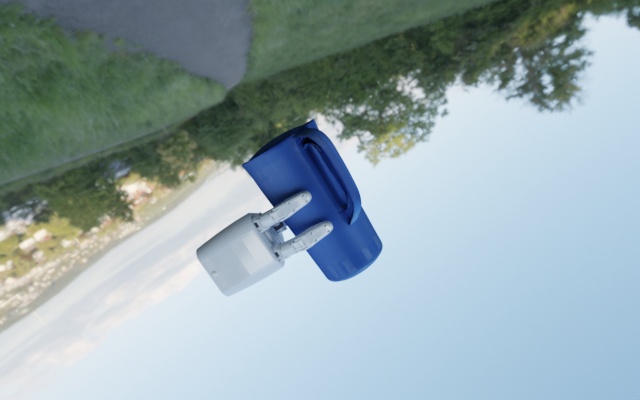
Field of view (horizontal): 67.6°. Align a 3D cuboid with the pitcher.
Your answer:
[{"bbox_3d":[0.000,0.003,0.747,0.145,0.243,0.149,-31,10,11],"label":"pitcher"}]
